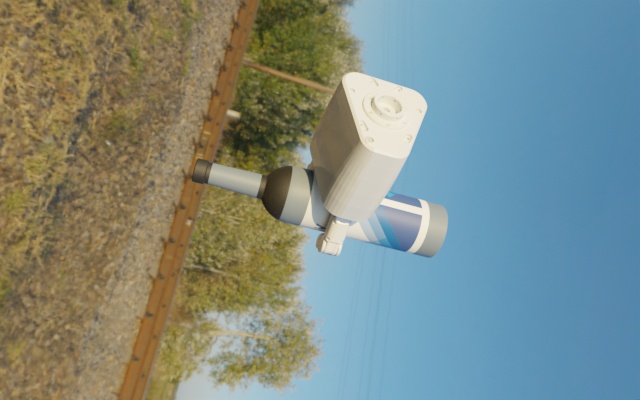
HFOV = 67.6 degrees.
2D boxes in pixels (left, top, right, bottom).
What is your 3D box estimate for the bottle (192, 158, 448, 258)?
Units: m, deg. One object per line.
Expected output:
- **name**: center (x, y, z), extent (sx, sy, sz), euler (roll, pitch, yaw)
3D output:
- **bottle**: center (0.000, 0.002, 0.559), extent (0.296, 0.069, 0.069), euler (14, -3, -11)
